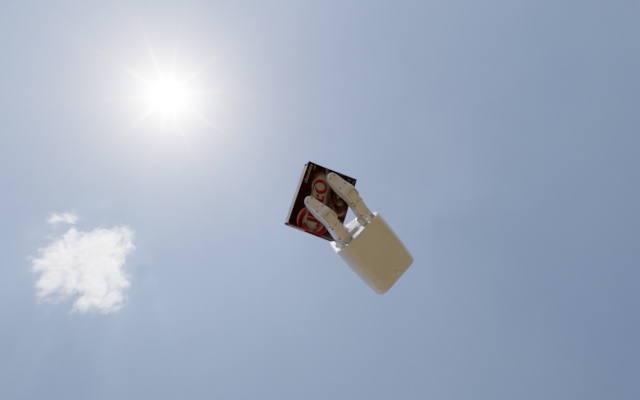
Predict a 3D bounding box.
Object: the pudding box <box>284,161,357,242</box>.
[{"bbox_3d":[0.000,0.003,0.799,0.090,0.113,0.039,20,-13,-14],"label":"pudding box"}]
